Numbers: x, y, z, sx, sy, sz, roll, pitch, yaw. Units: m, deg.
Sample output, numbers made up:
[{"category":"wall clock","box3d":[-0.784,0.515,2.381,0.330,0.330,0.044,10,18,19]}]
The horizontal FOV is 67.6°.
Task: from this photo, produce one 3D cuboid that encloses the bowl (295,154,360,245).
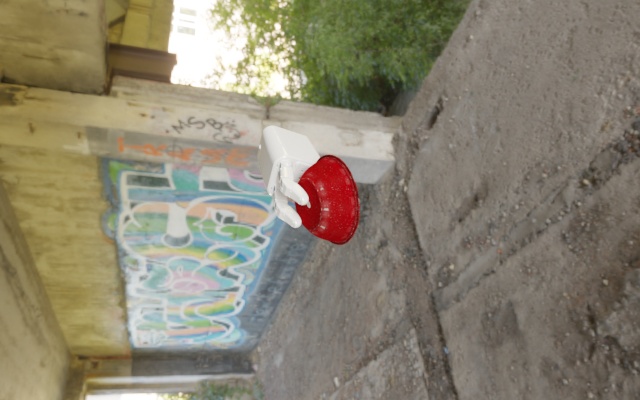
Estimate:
[{"category":"bowl","box3d":[0.000,0.003,0.830,0.055,0.162,0.162,-10,5,-31]}]
